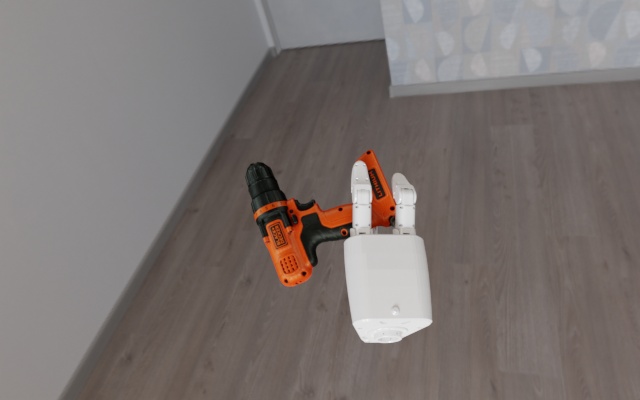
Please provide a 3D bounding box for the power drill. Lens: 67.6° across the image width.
[{"bbox_3d":[0.001,0.002,0.655,0.187,0.184,0.057,-24,-16,6],"label":"power drill"}]
